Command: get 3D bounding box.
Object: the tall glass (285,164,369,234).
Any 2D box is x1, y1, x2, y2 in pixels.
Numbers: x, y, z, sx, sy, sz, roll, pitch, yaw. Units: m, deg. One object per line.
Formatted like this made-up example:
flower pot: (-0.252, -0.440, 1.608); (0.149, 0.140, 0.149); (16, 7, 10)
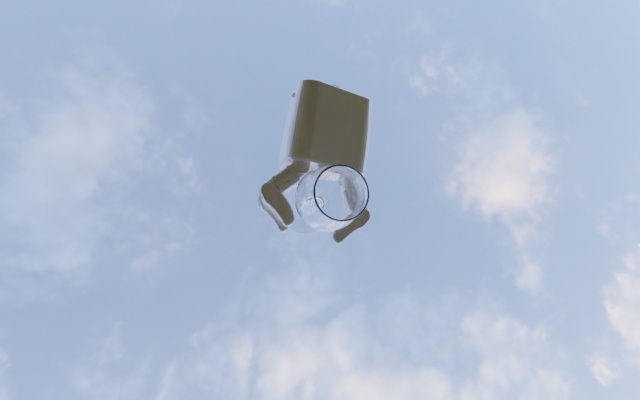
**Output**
tall glass: (0.000, 0.002, 0.602); (0.079, 0.079, 0.201); (0, -6, -13)
